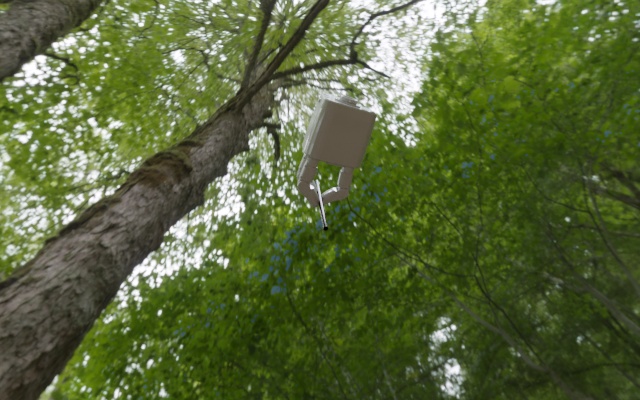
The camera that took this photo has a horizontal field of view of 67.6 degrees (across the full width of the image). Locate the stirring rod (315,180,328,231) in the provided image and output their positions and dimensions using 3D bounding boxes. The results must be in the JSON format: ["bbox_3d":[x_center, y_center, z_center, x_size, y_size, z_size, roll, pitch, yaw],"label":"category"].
[{"bbox_3d":[0.000,0.003,0.876,0.011,0.011,0.239,0,20,-4],"label":"stirring rod"}]
